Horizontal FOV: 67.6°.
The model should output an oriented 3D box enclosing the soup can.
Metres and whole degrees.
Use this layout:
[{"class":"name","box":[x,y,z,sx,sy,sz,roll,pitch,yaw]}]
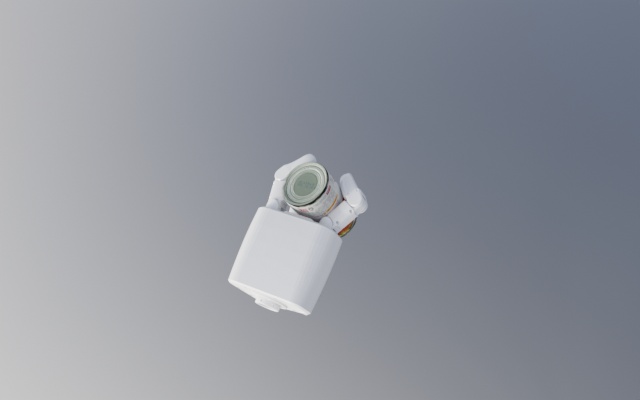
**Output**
[{"class":"soup can","box":[0.000,0.002,0.646,0.068,0.068,0.102,0,-29,28]}]
